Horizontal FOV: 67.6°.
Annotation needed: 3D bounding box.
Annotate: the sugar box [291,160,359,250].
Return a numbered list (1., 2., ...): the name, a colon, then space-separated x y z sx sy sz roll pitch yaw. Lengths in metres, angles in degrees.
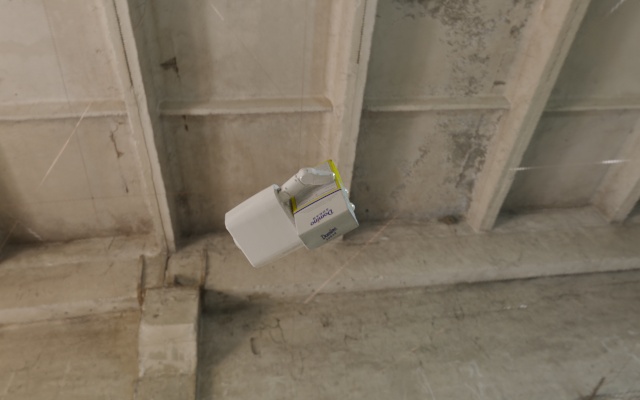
1. sugar box: 0.000 0.003 0.817 0.093 0.048 0.176 -27 35 8
